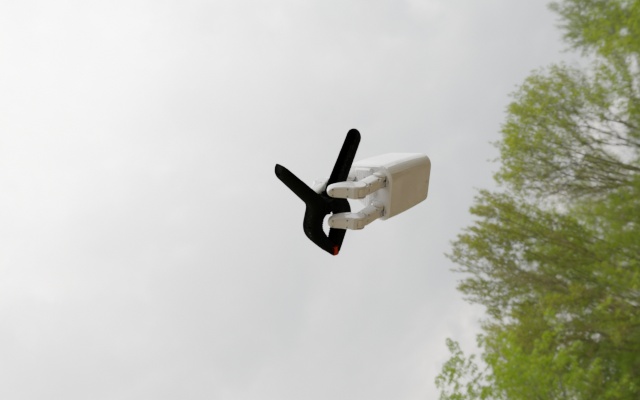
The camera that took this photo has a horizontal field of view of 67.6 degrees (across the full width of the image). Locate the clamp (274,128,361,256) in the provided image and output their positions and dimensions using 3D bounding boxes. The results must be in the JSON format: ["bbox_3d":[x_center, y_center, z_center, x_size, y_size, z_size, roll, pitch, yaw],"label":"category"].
[{"bbox_3d":[0.000,0.003,0.759,0.164,0.210,0.036,-21,34,-35],"label":"clamp"}]
